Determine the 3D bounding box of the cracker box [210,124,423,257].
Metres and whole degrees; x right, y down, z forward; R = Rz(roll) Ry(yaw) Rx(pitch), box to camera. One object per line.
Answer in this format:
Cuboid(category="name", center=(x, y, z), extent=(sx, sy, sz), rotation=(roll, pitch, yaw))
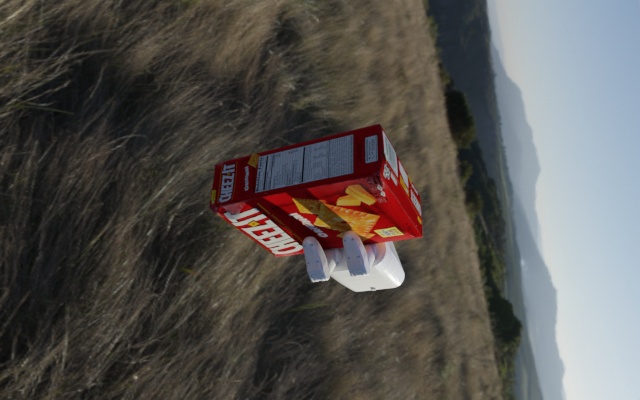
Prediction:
Cuboid(category="cracker box", center=(0.000, 0.002, 0.587), extent=(0.214, 0.072, 0.164), rotation=(-11, -32, 22))
